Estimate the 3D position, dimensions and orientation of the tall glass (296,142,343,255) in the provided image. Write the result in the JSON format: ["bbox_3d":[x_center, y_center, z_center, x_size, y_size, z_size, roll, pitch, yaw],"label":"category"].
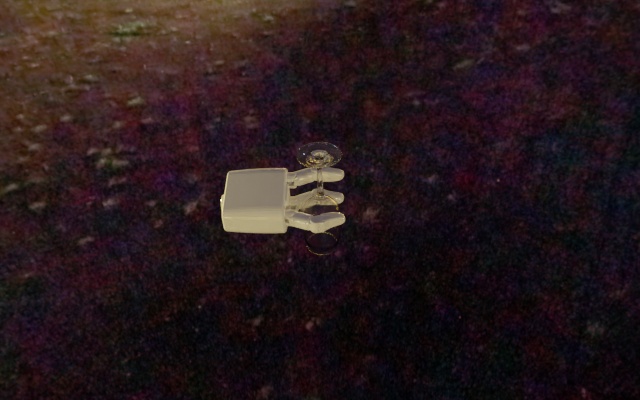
[{"bbox_3d":[0.000,0.002,0.833,0.079,0.201,0.079,-1,39,1],"label":"tall glass"}]
